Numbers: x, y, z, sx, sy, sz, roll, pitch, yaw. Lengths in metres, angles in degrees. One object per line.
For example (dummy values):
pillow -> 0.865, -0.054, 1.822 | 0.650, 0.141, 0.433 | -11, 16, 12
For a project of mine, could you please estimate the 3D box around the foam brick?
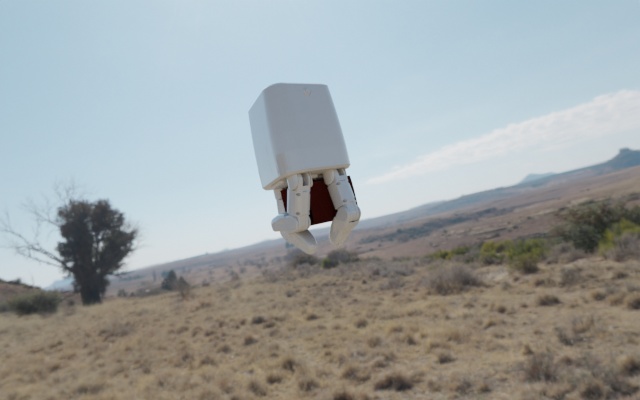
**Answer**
foam brick -> 0.000, 0.002, 0.596 | 0.078, 0.051, 0.053 | -10, -6, -40
